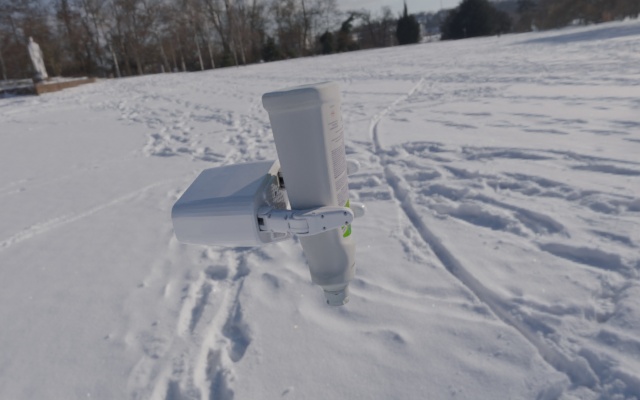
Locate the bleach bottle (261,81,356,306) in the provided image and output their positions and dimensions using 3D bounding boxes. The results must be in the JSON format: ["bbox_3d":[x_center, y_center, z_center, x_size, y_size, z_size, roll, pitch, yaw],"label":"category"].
[{"bbox_3d":[0.000,0.002,0.525,0.068,0.251,0.102,-3,16,19],"label":"bleach bottle"}]
